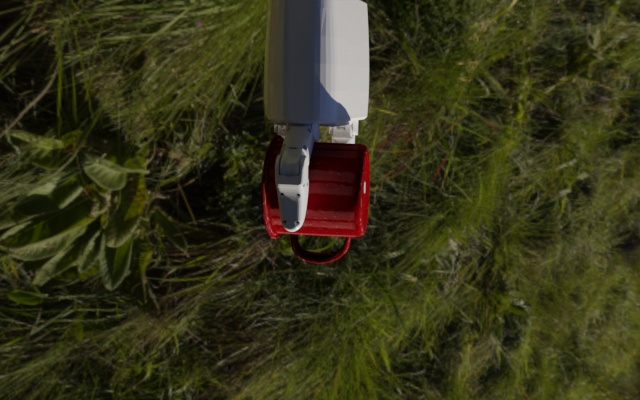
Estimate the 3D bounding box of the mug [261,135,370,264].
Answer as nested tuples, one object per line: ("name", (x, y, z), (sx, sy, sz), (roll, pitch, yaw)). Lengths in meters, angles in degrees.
("mug", (0.000, 0.003, 0.424), (0.081, 0.117, 0.093), (3, 15, 10))
